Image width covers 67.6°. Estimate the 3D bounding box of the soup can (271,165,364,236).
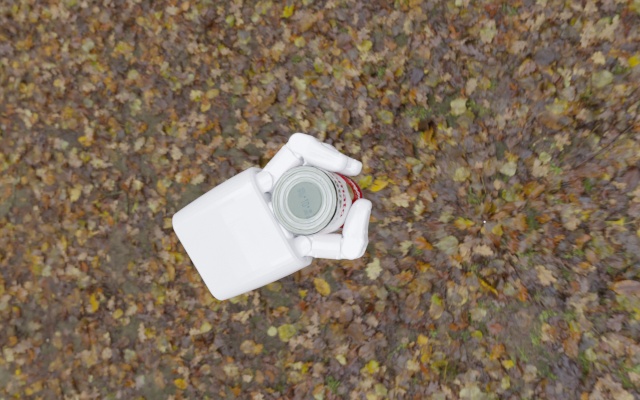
[{"bbox_3d":[0.000,0.001,0.488,0.068,0.068,0.102,0,-2,19],"label":"soup can"}]
